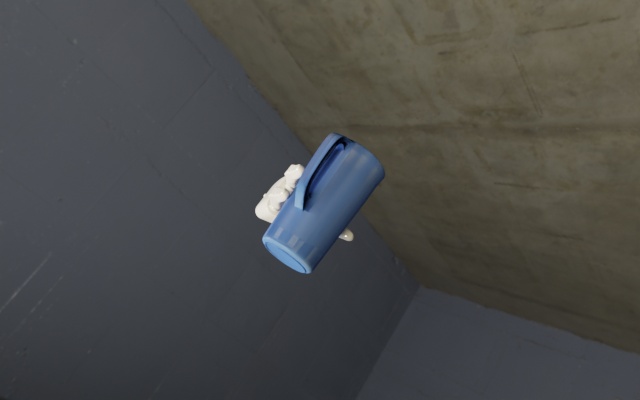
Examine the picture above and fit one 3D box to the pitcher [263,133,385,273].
[{"bbox_3d":[0.000,0.003,0.873,0.149,0.242,0.145,40,-19,-14],"label":"pitcher"}]
